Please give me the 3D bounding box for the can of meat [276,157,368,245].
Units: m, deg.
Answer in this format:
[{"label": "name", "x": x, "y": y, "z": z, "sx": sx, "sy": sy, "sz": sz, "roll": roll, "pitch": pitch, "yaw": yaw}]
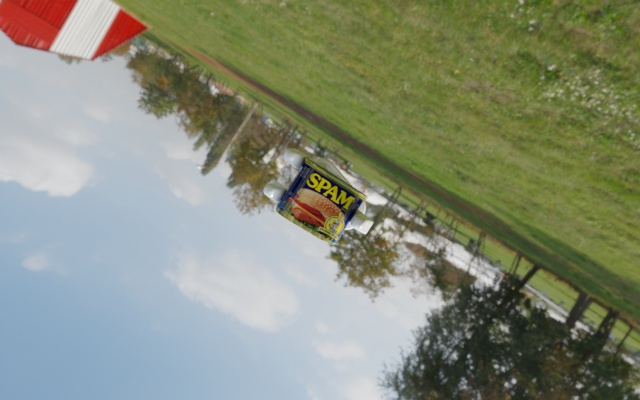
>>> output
[{"label": "can of meat", "x": 0.000, "y": 0.003, "z": 0.665, "sx": 0.102, "sy": 0.084, "sz": 0.057, "roll": 32, "pitch": 5, "yaw": -9}]
